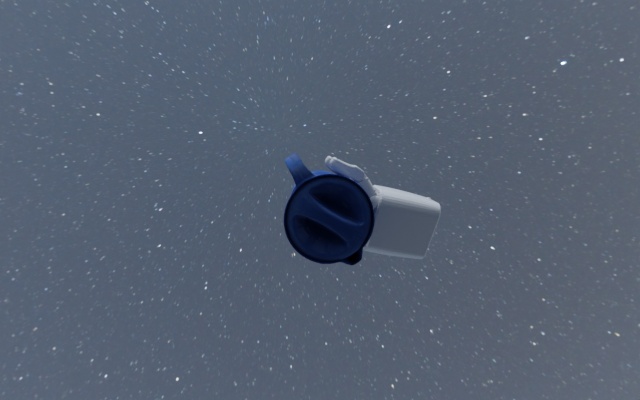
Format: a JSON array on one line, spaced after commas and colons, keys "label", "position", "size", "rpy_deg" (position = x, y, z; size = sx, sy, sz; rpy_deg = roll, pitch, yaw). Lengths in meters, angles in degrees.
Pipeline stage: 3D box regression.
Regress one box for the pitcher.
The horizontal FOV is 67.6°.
[{"label": "pitcher", "position": [0.000, 0.003, 0.802], "size": [0.145, 0.149, 0.243], "rpy_deg": [11, 7, -6]}]
